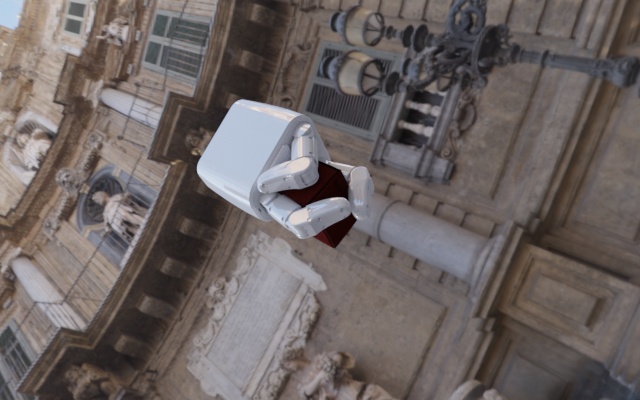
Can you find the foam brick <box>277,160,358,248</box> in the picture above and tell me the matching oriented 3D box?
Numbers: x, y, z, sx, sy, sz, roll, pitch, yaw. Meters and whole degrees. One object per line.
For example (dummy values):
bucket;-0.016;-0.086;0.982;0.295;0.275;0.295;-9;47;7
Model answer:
foam brick;0.000;0.002;0.504;0.051;0.053;0.078;25;-25;39
